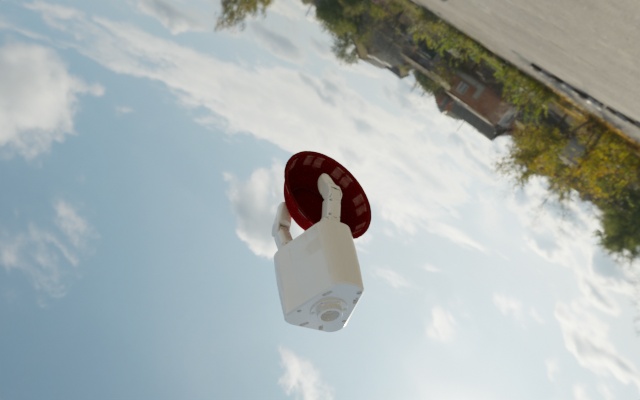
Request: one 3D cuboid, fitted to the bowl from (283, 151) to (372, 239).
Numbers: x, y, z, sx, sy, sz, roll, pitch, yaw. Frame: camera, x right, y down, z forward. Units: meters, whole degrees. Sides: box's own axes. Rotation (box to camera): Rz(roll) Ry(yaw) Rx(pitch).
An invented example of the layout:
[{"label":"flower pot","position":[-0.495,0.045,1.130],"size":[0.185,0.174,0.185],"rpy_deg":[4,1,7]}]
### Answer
[{"label":"bowl","position":[0.000,0.002,0.740],"size":[0.162,0.162,0.055],"rpy_deg":[0,-33,-42]}]
